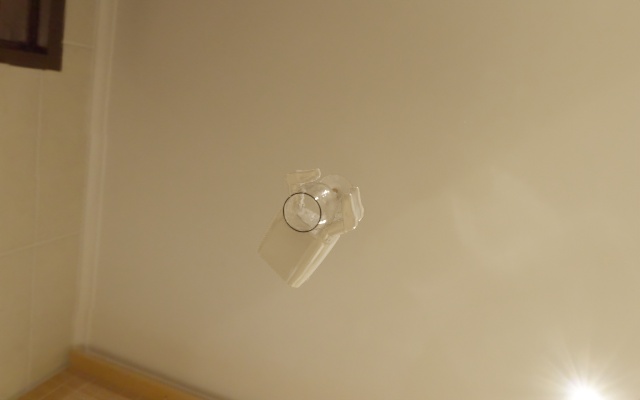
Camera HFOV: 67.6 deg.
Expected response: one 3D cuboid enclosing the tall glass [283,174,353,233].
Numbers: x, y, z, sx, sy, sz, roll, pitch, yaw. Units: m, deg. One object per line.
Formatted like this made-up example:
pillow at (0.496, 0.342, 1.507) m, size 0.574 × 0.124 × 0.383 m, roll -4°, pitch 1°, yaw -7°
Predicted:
tall glass at (0.000, 0.002, 0.813) m, size 0.079 × 0.079 × 0.201 m, roll 0°, pitch 9°, yaw 17°
